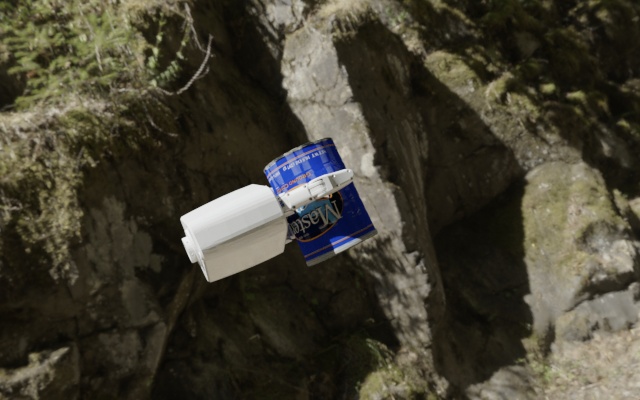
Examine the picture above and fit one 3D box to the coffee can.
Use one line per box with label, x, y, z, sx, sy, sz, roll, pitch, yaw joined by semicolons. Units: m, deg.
coffee can;0.000;0.002;0.633;0.103;0.140;0.103;-25;-4;-2
